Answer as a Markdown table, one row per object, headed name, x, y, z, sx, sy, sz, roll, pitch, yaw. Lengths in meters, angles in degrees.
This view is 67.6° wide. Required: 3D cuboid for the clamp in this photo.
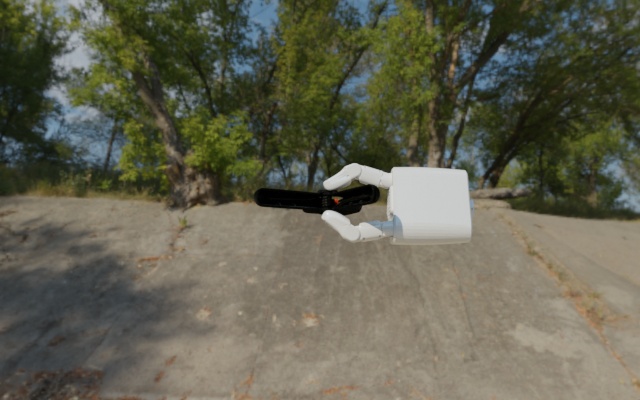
| name | x | y | z | sx | sy | sz | roll | pitch | yaw |
| --- | --- | --- | --- | --- | --- | --- | --- | --- | --- |
| clamp | 0.000 | 0.002 | 0.700 | 0.164 | 0.036 | 0.210 | 0 | -6 | 4 |
